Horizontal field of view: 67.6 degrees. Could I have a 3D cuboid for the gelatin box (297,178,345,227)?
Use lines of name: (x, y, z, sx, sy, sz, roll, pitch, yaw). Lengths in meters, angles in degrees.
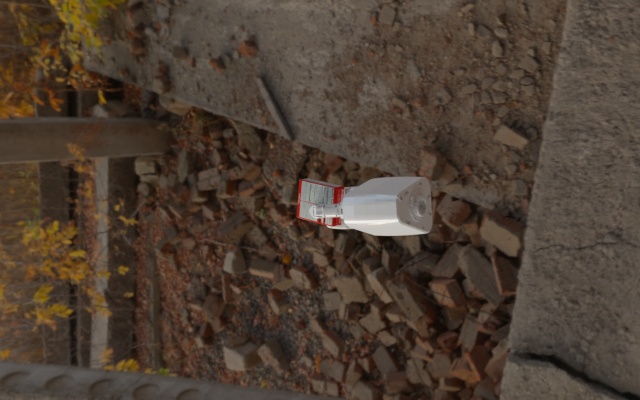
gelatin box: (0.000, 0.003, 0.870, 0.089, 0.073, 0.030, 13, 15, 37)
